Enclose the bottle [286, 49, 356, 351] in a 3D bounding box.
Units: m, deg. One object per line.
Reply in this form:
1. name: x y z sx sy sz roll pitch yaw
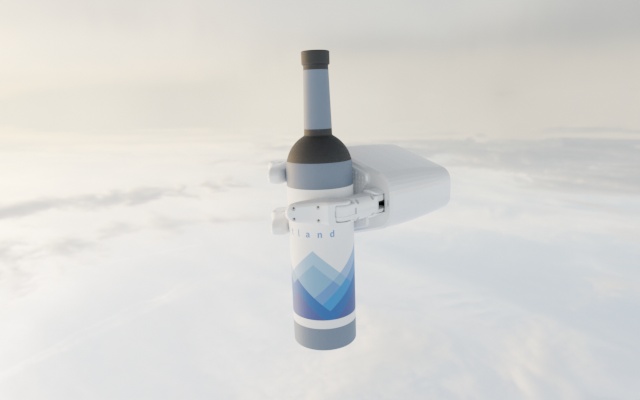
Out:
1. bottle: 0.000 0.002 0.485 0.069 0.296 0.069 -2 12 0
